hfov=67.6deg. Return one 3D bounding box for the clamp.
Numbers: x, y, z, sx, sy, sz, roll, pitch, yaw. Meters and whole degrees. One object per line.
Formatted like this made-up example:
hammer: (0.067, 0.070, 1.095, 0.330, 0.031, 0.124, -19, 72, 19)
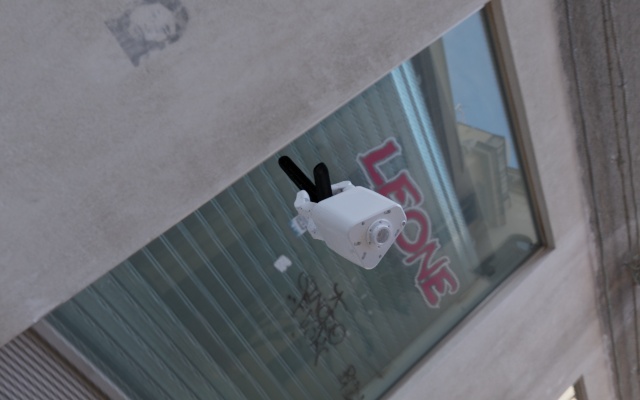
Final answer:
clamp: (0.001, 0.003, 0.889, 0.036, 0.210, 0.164, -38, 31, -17)
